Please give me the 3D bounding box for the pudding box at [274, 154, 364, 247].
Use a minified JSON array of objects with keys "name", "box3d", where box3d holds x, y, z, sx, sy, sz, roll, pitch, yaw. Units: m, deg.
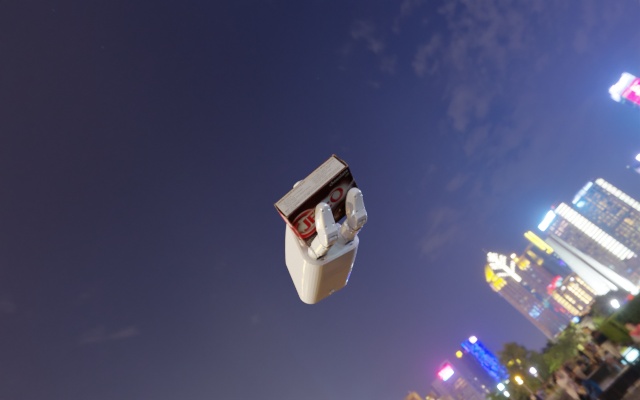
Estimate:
[{"name":"pudding box","box3d":[0.000,0.002,0.679,0.039,0.113,0.090,42,-10,35]}]
